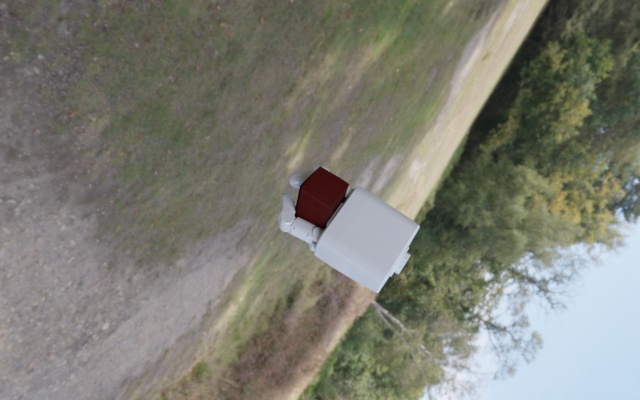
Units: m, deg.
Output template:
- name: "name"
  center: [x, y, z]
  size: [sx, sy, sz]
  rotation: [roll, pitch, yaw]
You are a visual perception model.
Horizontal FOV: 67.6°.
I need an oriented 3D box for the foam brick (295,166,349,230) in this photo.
- name: "foam brick"
  center: [0.000, 0.002, 0.675]
  size: [0.051, 0.078, 0.053]
  rotation: [32, 53, 13]
